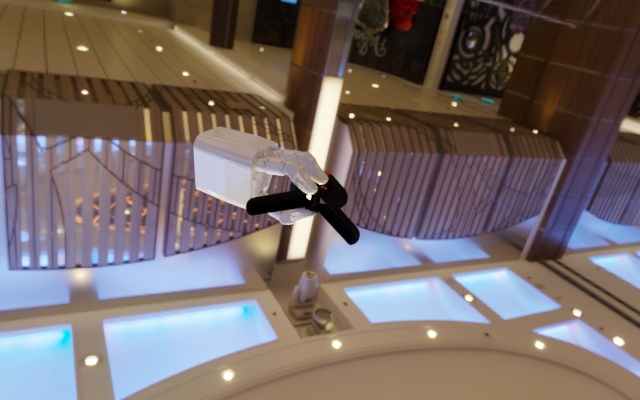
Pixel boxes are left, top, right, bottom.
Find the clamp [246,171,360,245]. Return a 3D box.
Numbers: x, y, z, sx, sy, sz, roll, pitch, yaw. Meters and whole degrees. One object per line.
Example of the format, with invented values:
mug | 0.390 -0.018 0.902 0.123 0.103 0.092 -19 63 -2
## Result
clamp | 0.000 0.003 0.740 0.164 0.036 0.210 20 23 11
